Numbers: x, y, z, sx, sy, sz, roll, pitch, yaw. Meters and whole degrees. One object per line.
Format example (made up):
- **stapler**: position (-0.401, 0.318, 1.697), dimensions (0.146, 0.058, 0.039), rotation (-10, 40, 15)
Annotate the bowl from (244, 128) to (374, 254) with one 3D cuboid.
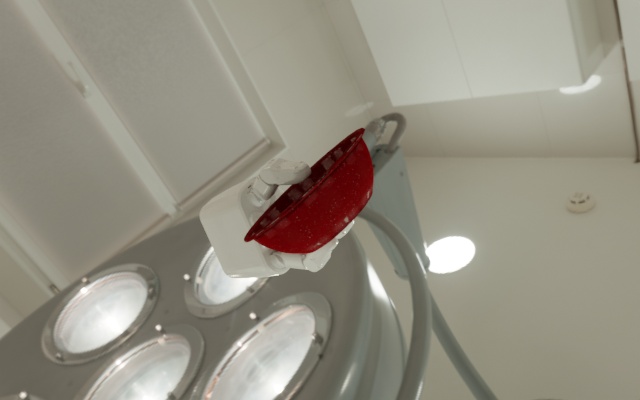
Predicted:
- **bowl**: position (0.001, 0.002, 0.475), dimensions (0.162, 0.055, 0.162), rotation (-43, 8, 7)
